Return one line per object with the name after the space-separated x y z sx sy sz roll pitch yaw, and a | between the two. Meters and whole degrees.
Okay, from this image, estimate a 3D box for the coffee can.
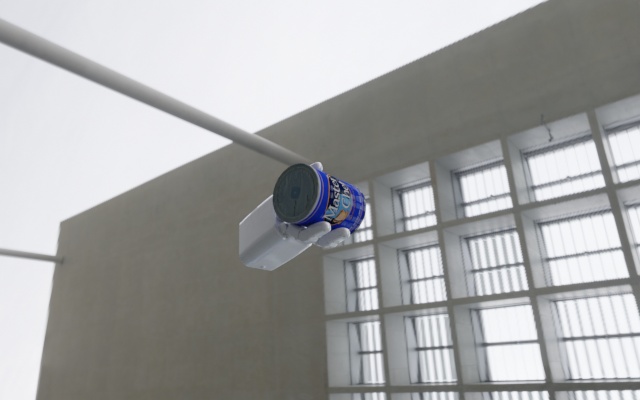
0.000 0.003 0.844 0.103 0.103 0.140 0 -14 40 | coffee can
